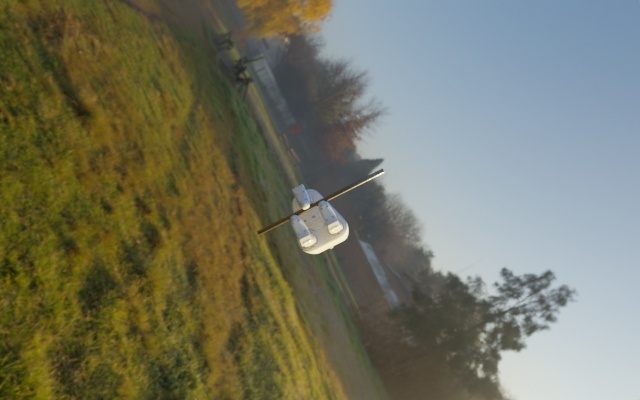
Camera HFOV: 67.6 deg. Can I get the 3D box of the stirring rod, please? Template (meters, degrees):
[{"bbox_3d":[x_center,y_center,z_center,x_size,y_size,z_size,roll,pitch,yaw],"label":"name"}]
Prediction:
[{"bbox_3d":[0.000,0.003,0.819,0.239,0.011,0.011,-27,-1,1],"label":"stirring rod"}]
